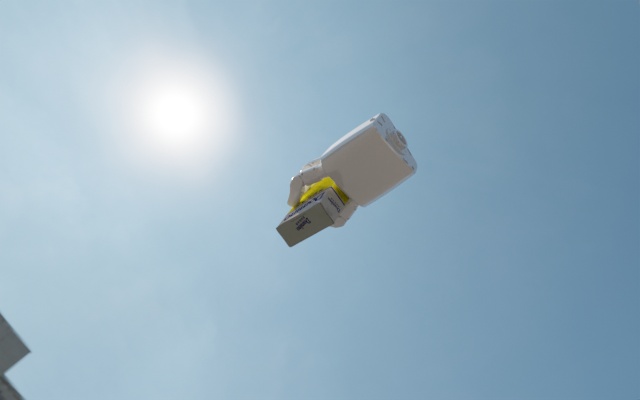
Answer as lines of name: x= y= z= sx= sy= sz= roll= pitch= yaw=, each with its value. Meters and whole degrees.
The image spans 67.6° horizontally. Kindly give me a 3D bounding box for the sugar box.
sugar box: x=0.000 y=0.002 z=0.791 sx=0.093 sy=0.048 sz=0.176 roll=-30 pitch=10 yaw=27
